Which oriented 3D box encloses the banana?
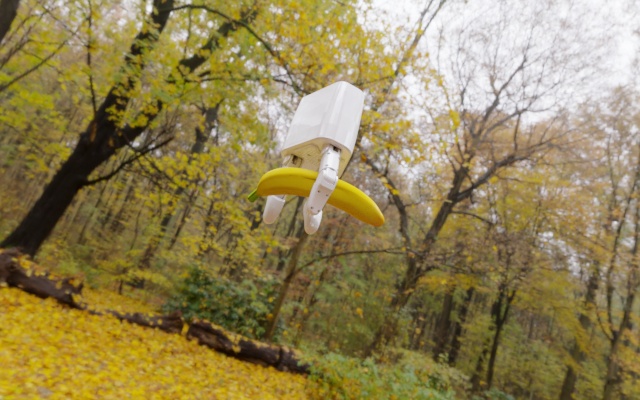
[{"bbox_3d":[-0.001,-0.009,0.664,0.198,0.037,0.070,13,-35,-1],"label":"banana"}]
